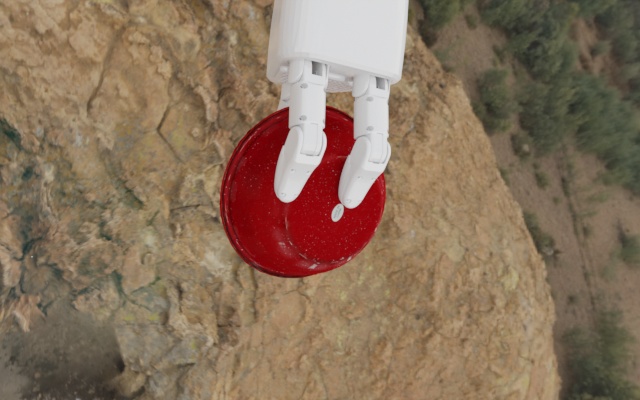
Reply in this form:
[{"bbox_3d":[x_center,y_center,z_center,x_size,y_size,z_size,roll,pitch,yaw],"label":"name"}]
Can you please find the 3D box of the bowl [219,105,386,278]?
[{"bbox_3d":[0.000,0.003,0.408,0.162,0.162,0.055,0,16,-30],"label":"bowl"}]
